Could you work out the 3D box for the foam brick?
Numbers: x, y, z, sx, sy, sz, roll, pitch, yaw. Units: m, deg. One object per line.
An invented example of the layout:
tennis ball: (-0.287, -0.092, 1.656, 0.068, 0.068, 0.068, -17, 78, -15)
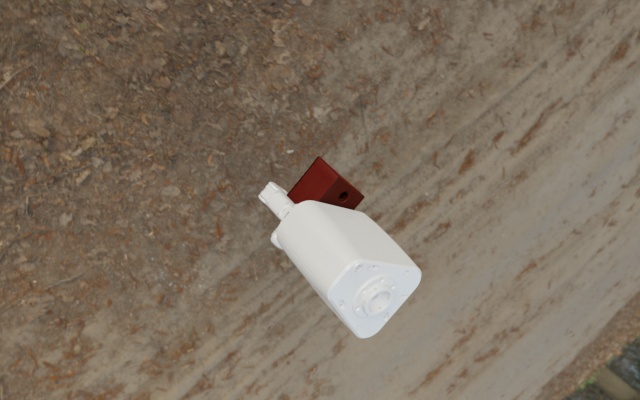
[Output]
foam brick: (0.000, 0.001, 0.540, 0.053, 0.078, 0.051, 35, 6, -42)
